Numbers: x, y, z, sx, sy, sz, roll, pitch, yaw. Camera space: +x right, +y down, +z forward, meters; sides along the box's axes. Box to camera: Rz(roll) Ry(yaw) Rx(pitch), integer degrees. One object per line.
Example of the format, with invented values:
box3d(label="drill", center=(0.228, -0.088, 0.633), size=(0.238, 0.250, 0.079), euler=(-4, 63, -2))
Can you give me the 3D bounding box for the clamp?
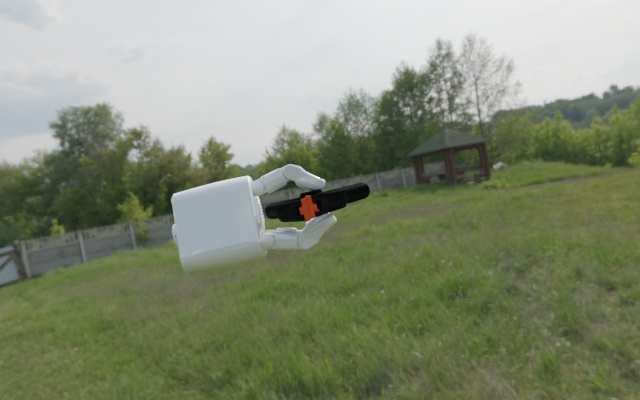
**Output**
box3d(label="clamp", center=(0.000, 0.001, 0.654), size=(0.164, 0.036, 0.210), euler=(-14, 2, -3))
